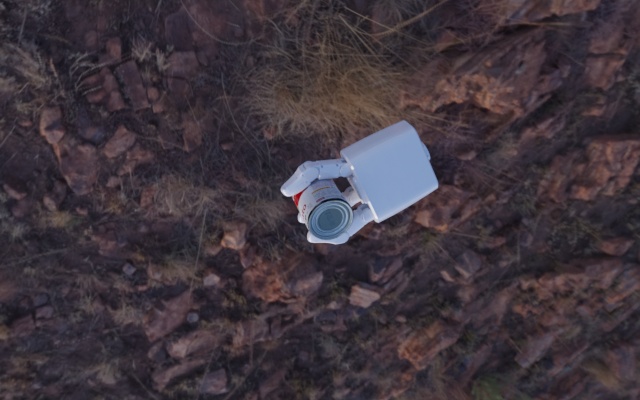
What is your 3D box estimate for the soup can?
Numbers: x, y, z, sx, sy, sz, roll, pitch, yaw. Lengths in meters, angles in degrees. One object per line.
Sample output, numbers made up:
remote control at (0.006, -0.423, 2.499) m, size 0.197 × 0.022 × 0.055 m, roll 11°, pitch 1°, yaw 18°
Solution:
soup can at (0.000, 0.003, 0.685) m, size 0.068 × 0.068 × 0.102 m, roll 0°, pitch 30°, yaw -20°
